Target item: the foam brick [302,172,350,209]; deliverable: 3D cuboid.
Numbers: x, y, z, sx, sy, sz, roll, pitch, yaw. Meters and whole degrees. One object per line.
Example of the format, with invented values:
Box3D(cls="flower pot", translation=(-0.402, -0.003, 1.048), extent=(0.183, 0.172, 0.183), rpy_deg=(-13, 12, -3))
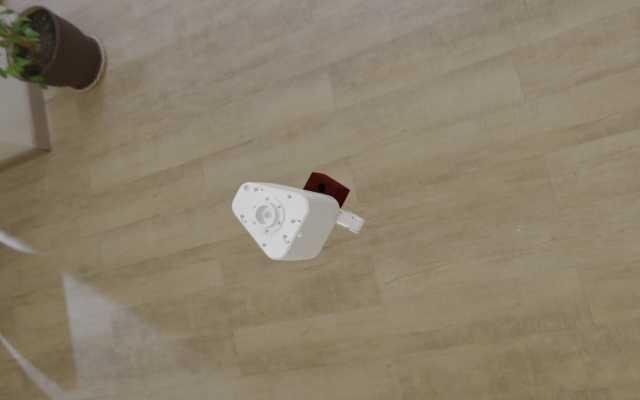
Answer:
Box3D(cls="foam brick", translation=(0.000, 0.002, 0.733), extent=(0.053, 0.078, 0.051), rpy_deg=(31, 8, 21))
